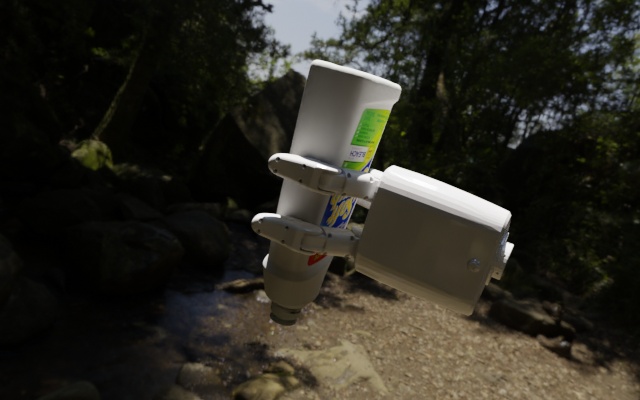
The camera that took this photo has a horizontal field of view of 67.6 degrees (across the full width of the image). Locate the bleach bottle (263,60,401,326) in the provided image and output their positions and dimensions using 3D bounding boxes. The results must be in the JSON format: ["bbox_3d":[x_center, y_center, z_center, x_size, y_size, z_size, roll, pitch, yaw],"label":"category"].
[{"bbox_3d":[0.000,0.001,0.459,0.068,0.251,0.102,23,16,24],"label":"bleach bottle"}]
